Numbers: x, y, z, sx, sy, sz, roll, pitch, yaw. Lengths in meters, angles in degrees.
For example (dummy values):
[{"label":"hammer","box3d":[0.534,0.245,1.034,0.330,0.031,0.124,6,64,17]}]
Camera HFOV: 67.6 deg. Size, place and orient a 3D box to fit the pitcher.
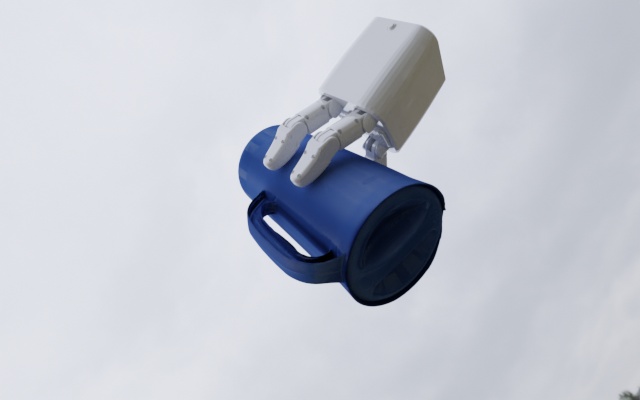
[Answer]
[{"label":"pitcher","box3d":[0.000,0.002,0.528,0.242,0.145,0.149,33,-1,44]}]
